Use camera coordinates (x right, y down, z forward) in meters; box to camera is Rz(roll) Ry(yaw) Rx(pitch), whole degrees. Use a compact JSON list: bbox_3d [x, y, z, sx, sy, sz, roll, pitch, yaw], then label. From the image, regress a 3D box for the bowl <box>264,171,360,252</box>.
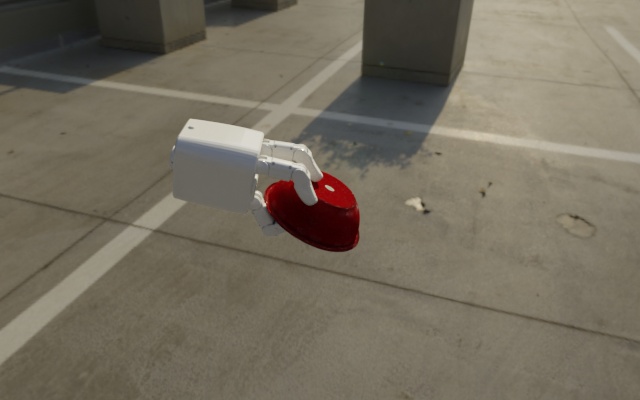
[{"bbox_3d":[0.001,0.002,0.712,0.162,0.055,0.162,24,28,-14],"label":"bowl"}]
